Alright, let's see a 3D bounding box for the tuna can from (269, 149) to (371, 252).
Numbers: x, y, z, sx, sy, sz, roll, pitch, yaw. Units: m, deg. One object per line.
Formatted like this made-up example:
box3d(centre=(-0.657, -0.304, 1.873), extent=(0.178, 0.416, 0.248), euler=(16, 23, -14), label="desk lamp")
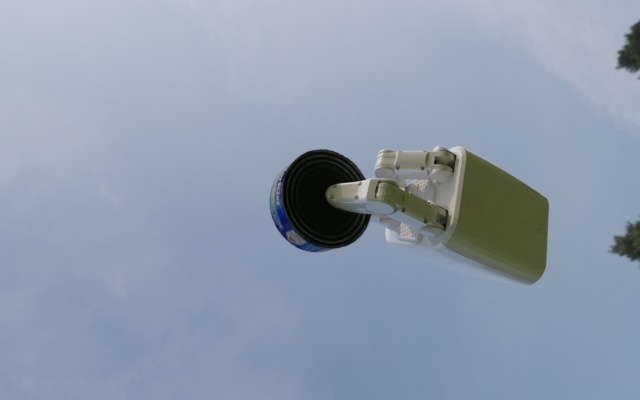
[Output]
box3d(centre=(0.000, 0.001, 0.414), extent=(0.086, 0.086, 0.034), euler=(0, -13, -28), label="tuna can")
